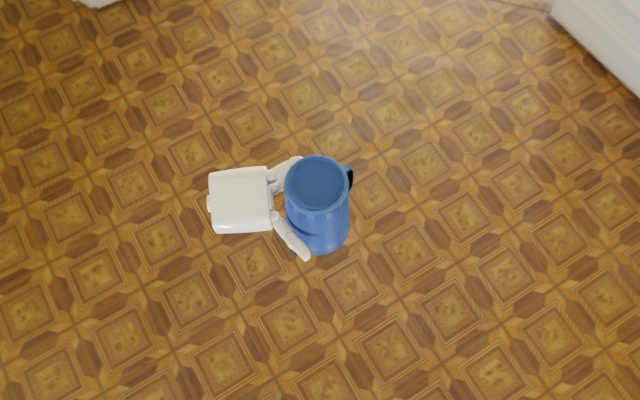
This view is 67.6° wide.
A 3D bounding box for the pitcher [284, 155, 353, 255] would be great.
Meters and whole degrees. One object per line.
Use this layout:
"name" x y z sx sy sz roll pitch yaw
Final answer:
"pitcher" 0.000 0.003 0.894 0.145 0.149 0.243 -5 -19 -2
